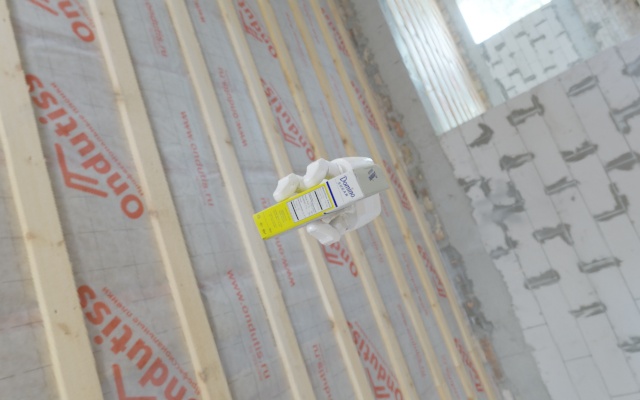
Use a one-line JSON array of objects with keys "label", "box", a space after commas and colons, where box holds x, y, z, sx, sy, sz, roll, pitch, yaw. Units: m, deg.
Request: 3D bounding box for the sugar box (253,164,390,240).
[{"label": "sugar box", "box": [0.000, 0.002, 0.674, 0.176, 0.048, 0.093, -27, -5, 29]}]
